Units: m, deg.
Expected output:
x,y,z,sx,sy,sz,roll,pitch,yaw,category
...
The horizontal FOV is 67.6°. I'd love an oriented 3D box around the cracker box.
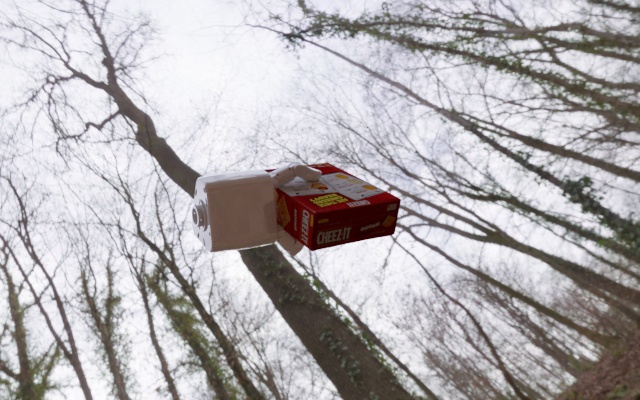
x,y,z,sx,sy,sz,roll,pitch,yaw,category
0.000,0.002,0.799,0.164,0.072,0.213,-9,25,-32,cracker box
